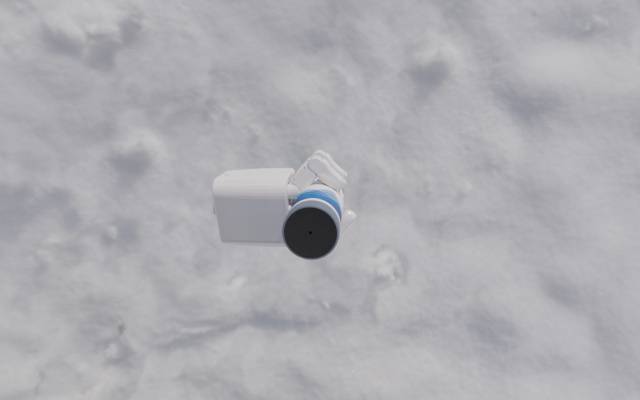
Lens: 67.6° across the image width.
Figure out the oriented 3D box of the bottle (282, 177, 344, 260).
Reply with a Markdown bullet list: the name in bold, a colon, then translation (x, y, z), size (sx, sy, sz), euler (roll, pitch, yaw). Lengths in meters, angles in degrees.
- **bottle**: translation (0.000, 0.002, 0.691), size (0.069, 0.069, 0.295), euler (0, 14, 5)
